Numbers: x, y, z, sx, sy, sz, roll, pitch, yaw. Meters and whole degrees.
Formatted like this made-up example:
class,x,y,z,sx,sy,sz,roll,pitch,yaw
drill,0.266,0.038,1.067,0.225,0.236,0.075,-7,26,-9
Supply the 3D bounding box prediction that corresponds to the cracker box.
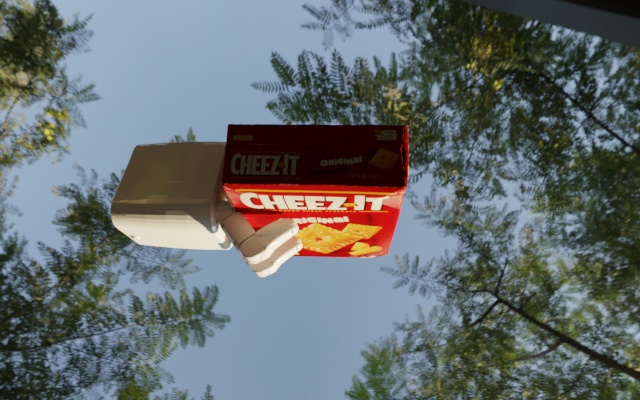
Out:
class,x,y,z,sx,sy,sz,roll,pitch,yaw
cracker box,0.000,0.002,0.513,0.164,0.072,0.214,0,-22,3
